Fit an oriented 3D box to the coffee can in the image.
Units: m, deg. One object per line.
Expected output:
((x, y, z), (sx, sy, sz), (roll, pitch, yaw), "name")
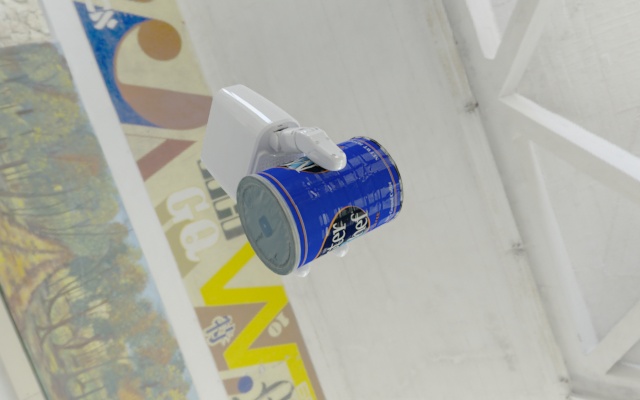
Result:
((0.000, 0.002, 0.492), (0.140, 0.103, 0.103), (-23, 13, -32), "coffee can")
